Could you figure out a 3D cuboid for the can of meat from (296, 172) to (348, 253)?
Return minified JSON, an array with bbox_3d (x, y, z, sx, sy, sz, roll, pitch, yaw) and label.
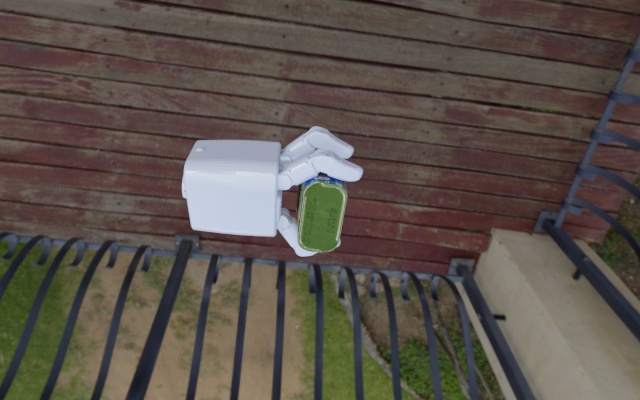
[{"bbox_3d":[0.000,0.002,0.594,0.057,0.102,0.084,6,29,-5],"label":"can of meat"}]
